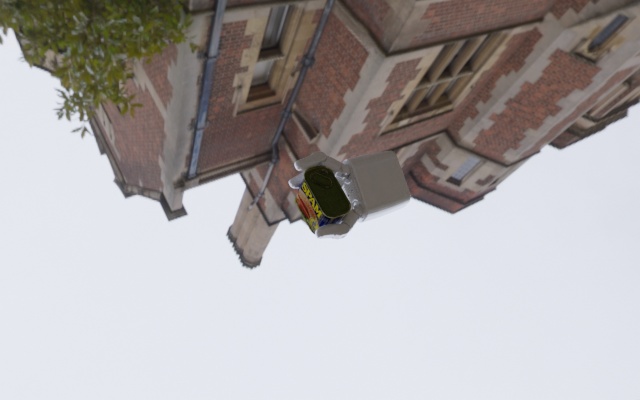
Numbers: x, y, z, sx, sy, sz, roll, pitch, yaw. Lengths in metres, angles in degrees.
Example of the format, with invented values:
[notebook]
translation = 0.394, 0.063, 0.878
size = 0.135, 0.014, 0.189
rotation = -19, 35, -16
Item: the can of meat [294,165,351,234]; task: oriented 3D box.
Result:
[can of meat]
translation = 0.000, 0.003, 0.853
size = 0.057, 0.102, 0.084
rotation = -19, -21, -28
